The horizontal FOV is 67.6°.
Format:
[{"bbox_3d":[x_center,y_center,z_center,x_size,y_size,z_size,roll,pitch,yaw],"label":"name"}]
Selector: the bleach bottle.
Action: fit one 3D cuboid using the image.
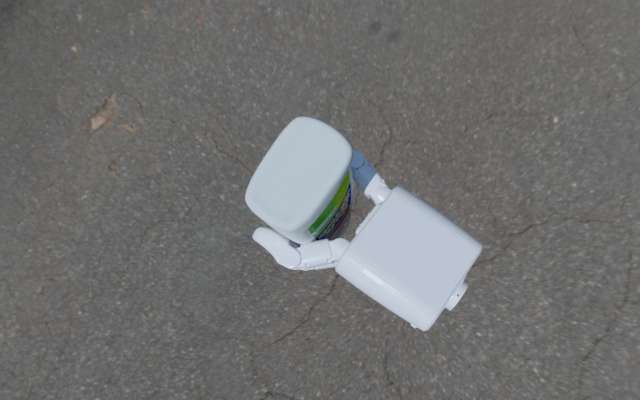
[{"bbox_3d":[0.000,0.002,0.519,0.068,0.102,0.251,34,-4,14],"label":"bleach bottle"}]
